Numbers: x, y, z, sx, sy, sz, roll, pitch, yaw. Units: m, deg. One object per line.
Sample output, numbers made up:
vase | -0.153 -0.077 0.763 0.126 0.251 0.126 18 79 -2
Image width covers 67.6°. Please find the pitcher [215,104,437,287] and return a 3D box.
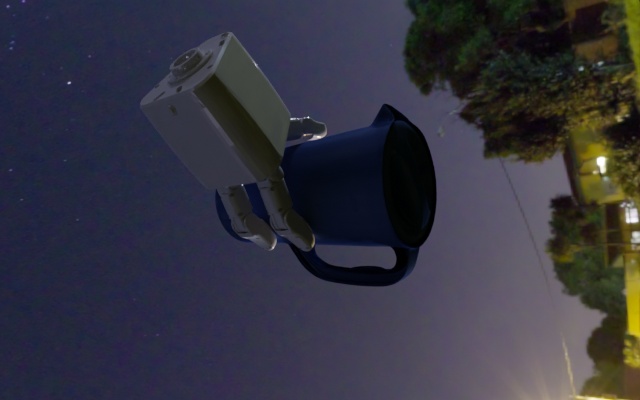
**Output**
pitcher | 0.000 0.002 0.546 0.243 0.149 0.145 -6 -42 35
